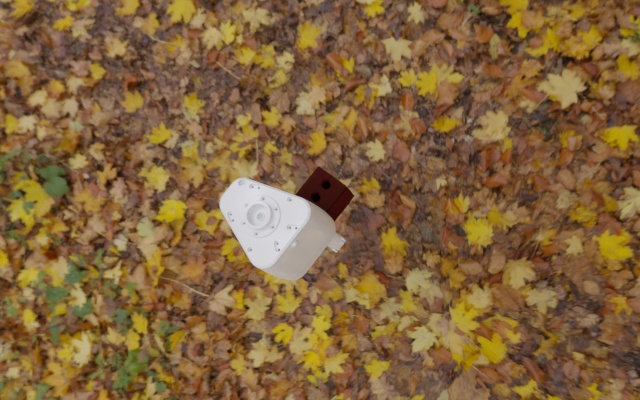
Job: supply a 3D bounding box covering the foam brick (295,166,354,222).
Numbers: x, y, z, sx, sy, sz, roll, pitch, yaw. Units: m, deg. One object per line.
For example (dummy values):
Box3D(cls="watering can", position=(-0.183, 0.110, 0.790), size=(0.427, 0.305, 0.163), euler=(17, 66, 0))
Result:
Box3D(cls="foam brick", position=(0.000, 0.002, 0.659), size=(0.053, 0.078, 0.051), euler=(37, -2, 22))
